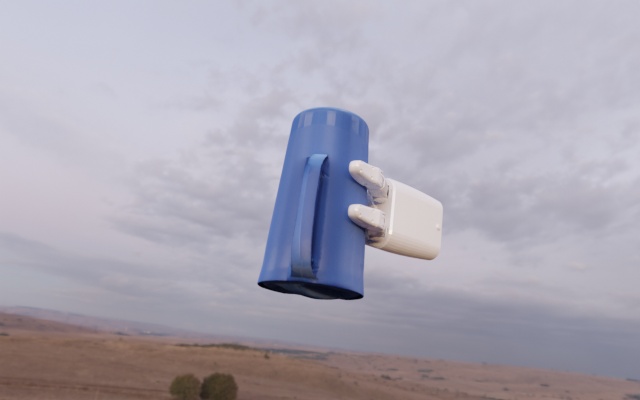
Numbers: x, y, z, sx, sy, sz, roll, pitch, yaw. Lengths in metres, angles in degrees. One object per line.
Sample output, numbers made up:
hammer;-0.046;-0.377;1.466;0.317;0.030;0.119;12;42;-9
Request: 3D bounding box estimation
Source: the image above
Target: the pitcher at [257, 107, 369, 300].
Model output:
pitcher;0.000;0.002;0.619;0.145;0.242;0.149;19;-21;-33
